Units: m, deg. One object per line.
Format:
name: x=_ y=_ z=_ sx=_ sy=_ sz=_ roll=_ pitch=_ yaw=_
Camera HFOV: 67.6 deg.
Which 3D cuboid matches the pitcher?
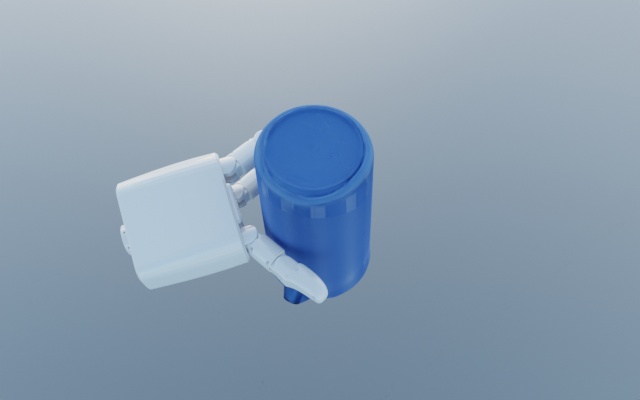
pitcher: x=0.000 y=0.002 z=0.528 sx=0.145 sy=0.149 sz=0.243 roll=-17 pitch=-27 yaw=-8
